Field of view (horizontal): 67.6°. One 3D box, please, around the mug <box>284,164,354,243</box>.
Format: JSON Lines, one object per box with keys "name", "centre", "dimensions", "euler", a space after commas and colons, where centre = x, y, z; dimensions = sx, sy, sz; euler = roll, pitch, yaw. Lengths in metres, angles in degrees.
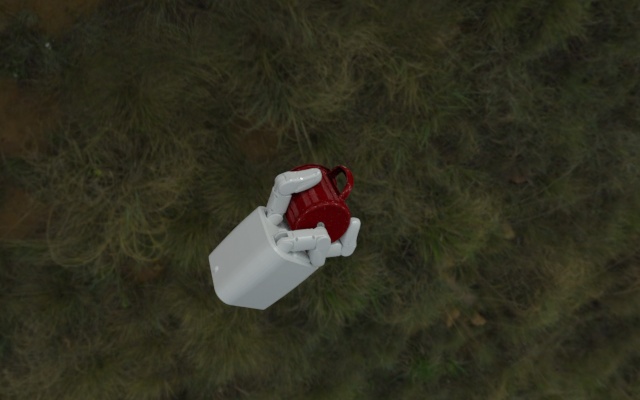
{"name": "mug", "centre": [0.001, 0.001, 0.653], "dimensions": [0.093, 0.117, 0.081], "euler": [36, 18, -40]}
